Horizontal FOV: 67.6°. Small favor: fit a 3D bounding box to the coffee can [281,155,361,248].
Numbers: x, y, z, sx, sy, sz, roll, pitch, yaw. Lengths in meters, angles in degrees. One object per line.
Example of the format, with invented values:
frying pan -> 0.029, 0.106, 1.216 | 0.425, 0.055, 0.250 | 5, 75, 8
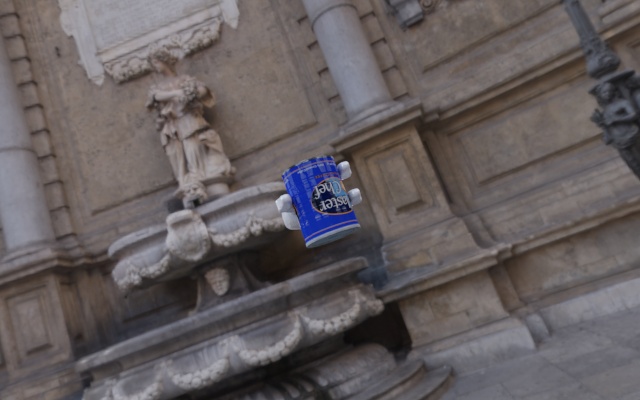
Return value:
coffee can -> 0.000, 0.003, 0.866 | 0.103, 0.140, 0.103 | -20, -11, -4
